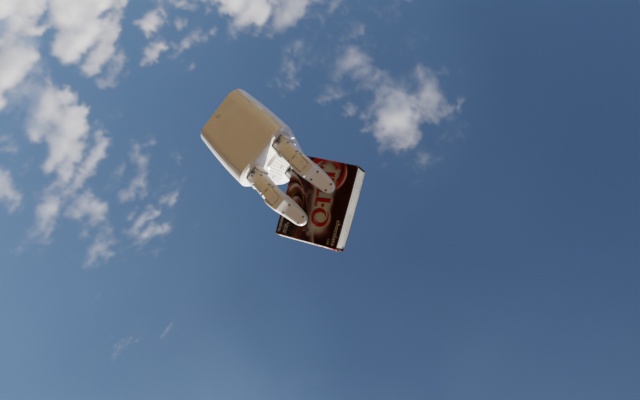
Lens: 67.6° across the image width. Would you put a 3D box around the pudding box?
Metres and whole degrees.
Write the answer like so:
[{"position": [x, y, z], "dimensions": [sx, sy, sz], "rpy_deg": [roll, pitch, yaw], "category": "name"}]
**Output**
[{"position": [0.000, 0.002, 0.626], "dimensions": [0.090, 0.113, 0.039], "rpy_deg": [13, -3, 25], "category": "pudding box"}]
